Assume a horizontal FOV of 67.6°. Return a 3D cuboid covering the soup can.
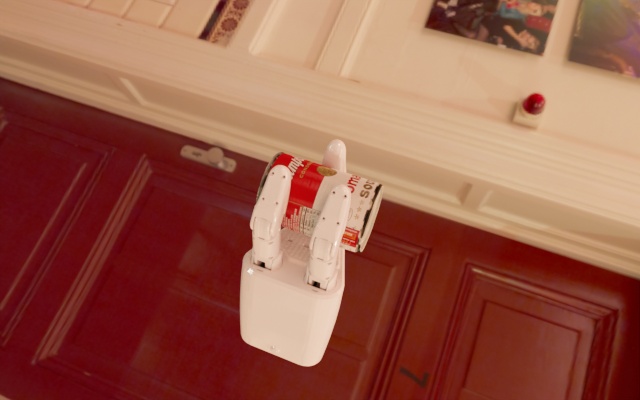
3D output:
[{"bbox_3d":[0.000,0.001,0.445,0.102,0.068,0.068,18,4,11],"label":"soup can"}]
